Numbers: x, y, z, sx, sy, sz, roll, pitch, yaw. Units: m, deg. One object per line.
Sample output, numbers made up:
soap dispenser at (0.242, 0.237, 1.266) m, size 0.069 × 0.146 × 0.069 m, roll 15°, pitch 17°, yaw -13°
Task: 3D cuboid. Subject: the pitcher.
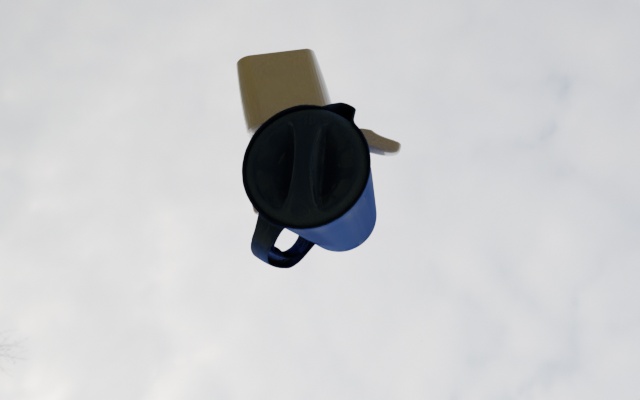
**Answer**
pitcher at (0.000, 0.002, 0.585) m, size 0.149 × 0.145 × 0.243 m, roll -17°, pitch -18°, yaw 7°
